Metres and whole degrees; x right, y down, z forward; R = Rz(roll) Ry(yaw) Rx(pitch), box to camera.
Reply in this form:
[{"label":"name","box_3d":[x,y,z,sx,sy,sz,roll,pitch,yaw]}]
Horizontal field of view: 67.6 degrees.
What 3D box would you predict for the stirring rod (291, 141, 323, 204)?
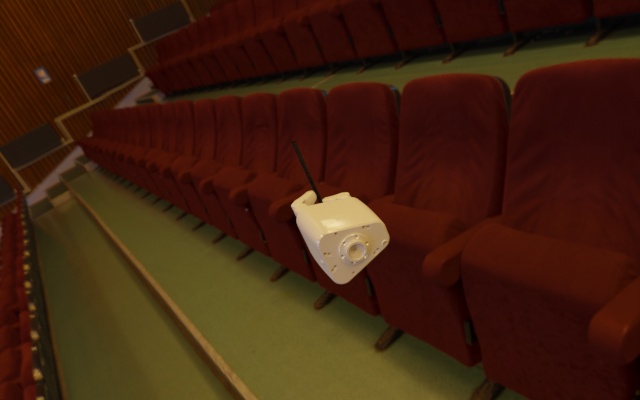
[{"label":"stirring rod","box_3d":[0.000,0.003,0.845,0.011,0.240,0.011,-20,24,9]}]
